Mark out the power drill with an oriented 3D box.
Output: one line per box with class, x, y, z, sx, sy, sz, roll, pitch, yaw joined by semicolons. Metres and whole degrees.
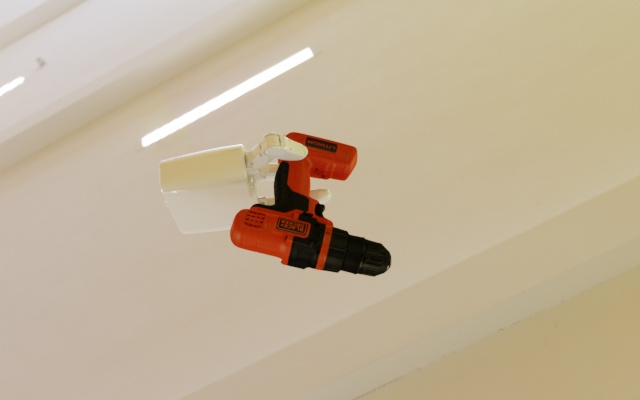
power drill;0.000;0.002;0.585;0.184;0.187;0.057;14;-46;-3
